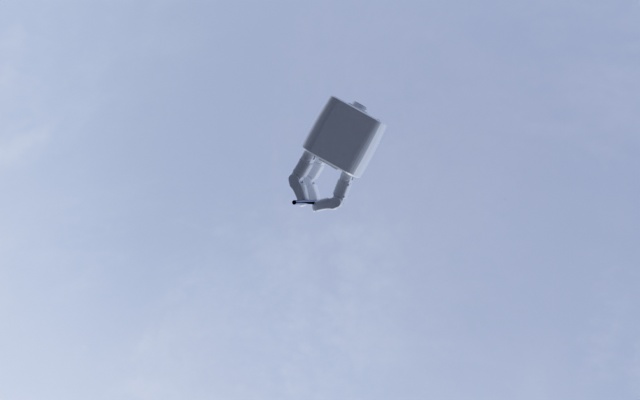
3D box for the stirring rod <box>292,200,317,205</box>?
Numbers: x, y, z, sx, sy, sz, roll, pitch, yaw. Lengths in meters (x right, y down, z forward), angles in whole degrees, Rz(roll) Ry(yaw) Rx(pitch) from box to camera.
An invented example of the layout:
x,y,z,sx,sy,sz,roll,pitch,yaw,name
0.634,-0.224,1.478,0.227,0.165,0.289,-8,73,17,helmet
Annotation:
x,y,z,sx,sy,sz,roll,pitch,yaw,name
0.000,0.003,0.894,0.011,0.011,0.239,0,0,21,stirring rod
